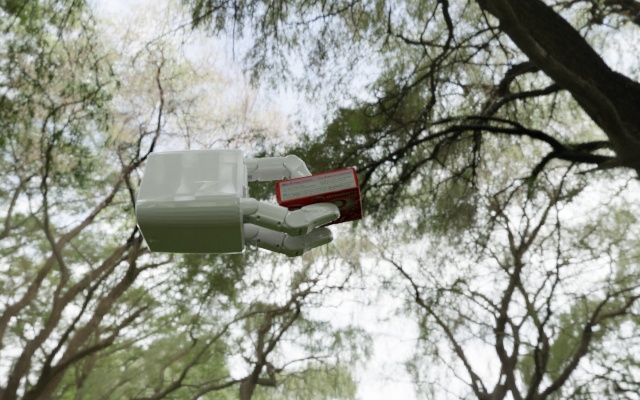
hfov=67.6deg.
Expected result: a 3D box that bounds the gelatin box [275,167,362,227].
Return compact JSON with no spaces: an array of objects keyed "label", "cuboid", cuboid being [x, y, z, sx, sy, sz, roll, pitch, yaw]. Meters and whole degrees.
[{"label":"gelatin box","cuboid":[0.000,0.001,0.533,0.089,0.030,0.073,-11,-31,2]}]
